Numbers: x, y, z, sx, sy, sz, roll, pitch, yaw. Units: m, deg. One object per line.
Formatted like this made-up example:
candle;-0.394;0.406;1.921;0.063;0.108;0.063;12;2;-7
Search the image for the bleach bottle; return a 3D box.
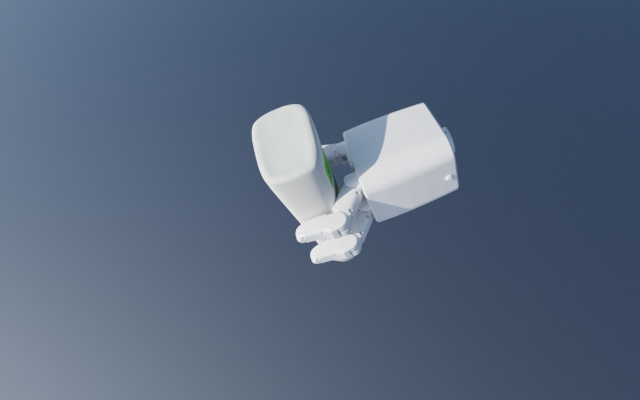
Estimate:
bleach bottle;0.000;0.002;0.588;0.068;0.102;0.251;-21;-34;8
